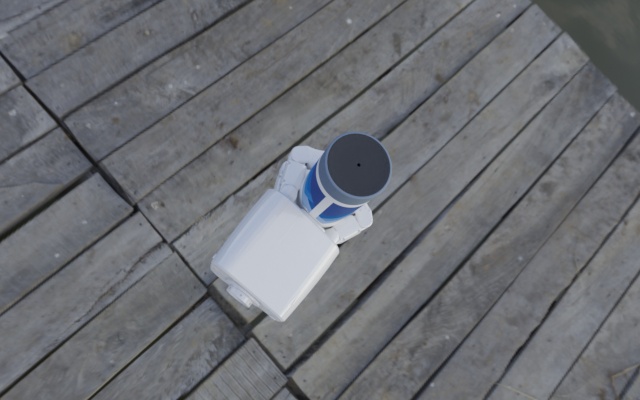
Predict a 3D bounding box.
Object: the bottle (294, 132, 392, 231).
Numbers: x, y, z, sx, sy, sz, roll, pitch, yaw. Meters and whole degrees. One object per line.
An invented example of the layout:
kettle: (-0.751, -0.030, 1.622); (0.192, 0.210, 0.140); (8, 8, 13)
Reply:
bottle: (0.000, 0.002, 0.582); (0.069, 0.069, 0.296); (0, -14, -15)
